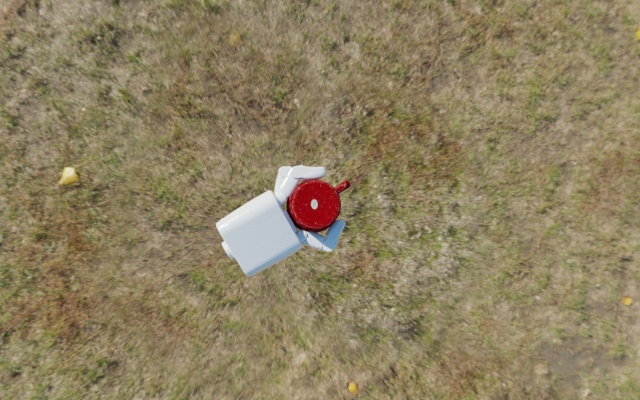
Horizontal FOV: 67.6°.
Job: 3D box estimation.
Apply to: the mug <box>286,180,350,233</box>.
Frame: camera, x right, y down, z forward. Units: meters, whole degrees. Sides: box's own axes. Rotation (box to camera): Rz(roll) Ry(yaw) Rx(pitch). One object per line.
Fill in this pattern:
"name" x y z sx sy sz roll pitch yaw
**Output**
"mug" 0.001 0.002 0.800 0.117 0.093 0.081 -31 0 -6
